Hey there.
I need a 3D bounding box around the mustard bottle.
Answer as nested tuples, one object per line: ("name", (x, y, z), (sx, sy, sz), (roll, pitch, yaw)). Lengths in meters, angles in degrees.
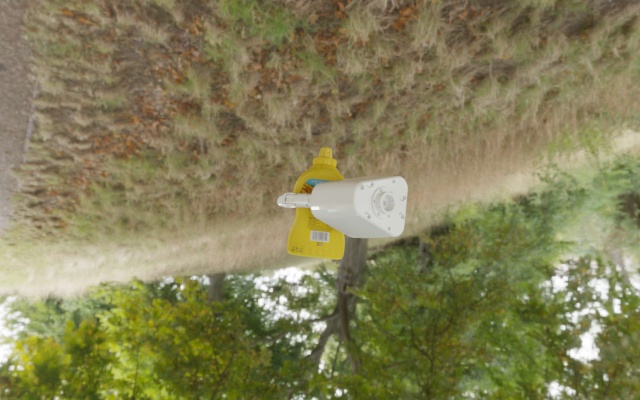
("mustard bottle", (0.000, 0.003, 0.826), (0.096, 0.191, 0.058), (7, -7, -11))
